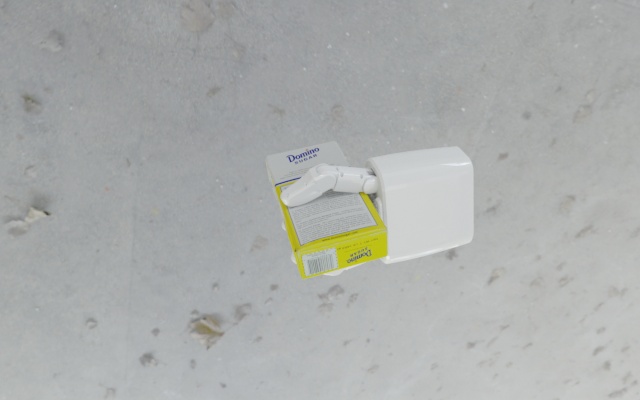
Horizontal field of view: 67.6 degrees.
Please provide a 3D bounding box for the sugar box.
[{"bbox_3d":[0.000,0.002,0.530,0.093,0.048,0.176,-13,37,-8],"label":"sugar box"}]
